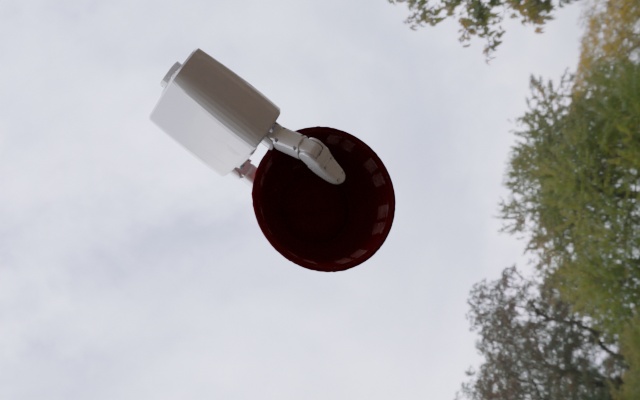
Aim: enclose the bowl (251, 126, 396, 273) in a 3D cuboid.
[{"bbox_3d":[0.001,0.003,0.537,0.162,0.162,0.055,0,-13,-16],"label":"bowl"}]
